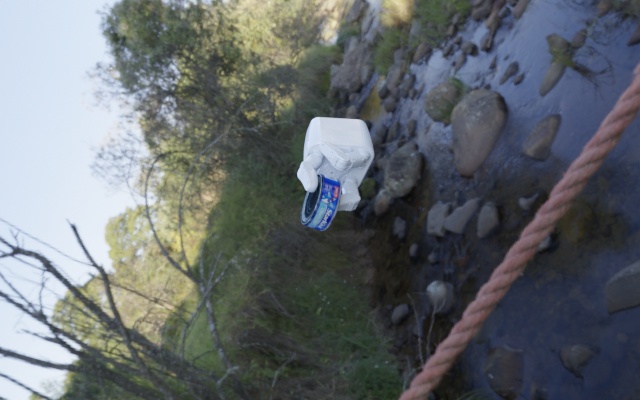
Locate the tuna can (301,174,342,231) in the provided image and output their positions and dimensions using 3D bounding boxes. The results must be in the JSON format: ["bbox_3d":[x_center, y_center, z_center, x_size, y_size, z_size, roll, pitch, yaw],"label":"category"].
[{"bbox_3d":[0.000,0.002,0.745,0.034,0.086,0.086,18,-5,-16],"label":"tuna can"}]
